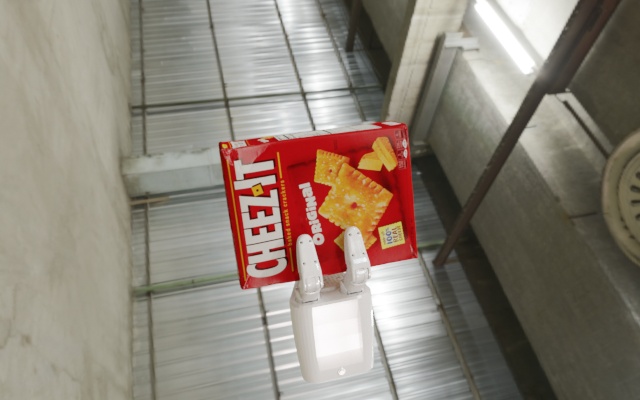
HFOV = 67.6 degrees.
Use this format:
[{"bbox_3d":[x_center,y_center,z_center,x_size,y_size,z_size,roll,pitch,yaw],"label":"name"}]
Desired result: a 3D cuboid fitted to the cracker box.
[{"bbox_3d":[0.000,0.002,0.559,0.213,0.164,0.072,-9,14,-11],"label":"cracker box"}]
